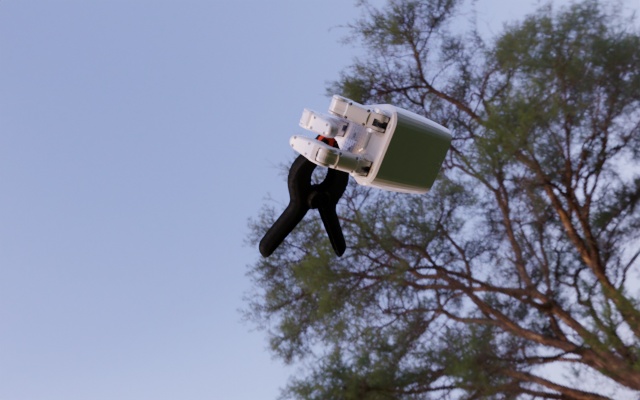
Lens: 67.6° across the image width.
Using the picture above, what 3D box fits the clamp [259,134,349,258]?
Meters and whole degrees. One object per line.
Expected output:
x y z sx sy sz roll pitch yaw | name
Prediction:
0.000 0.002 0.604 0.120 0.171 0.039 10 20 -34 | clamp
